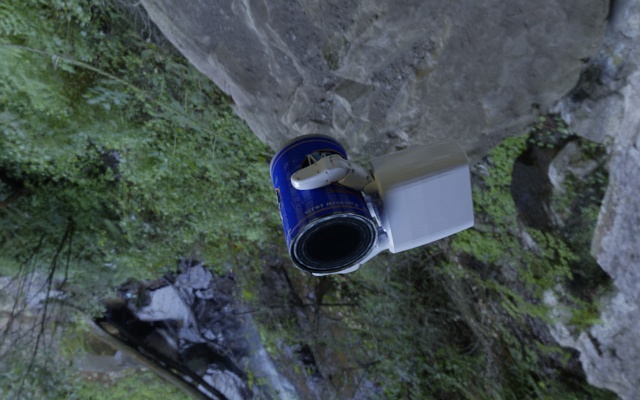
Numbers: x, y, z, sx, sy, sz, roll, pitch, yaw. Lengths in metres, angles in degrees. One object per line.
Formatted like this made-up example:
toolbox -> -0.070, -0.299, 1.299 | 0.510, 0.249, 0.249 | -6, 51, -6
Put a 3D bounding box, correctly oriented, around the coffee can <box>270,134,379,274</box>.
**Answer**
coffee can -> 0.000, 0.002, 0.575 | 0.103, 0.103, 0.140 | 0, 44, -18
